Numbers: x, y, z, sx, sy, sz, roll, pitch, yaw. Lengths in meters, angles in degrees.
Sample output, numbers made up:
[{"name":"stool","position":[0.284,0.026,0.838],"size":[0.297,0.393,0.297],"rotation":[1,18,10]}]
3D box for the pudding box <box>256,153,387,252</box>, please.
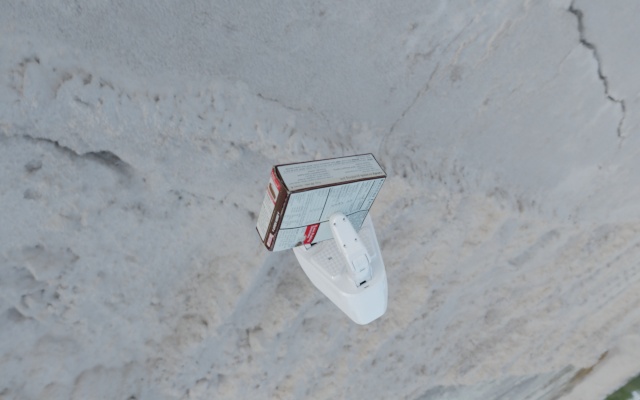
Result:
[{"name":"pudding box","position":[0.000,0.002,0.473],"size":[0.113,0.039,0.090],"rotation":[-12,-38,-31]}]
